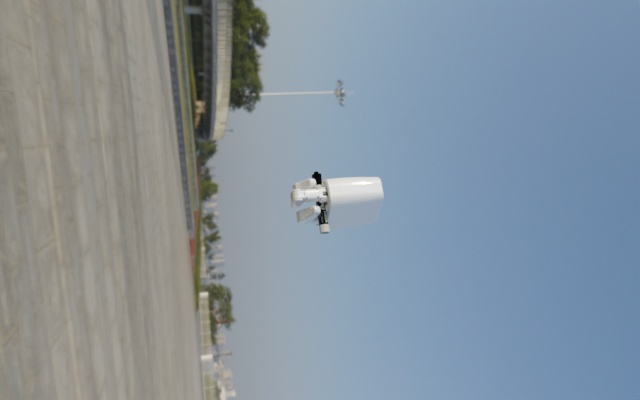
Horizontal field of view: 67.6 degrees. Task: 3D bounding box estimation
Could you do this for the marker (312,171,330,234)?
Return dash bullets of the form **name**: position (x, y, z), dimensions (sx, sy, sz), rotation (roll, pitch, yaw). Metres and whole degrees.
- **marker**: position (0.000, 0.003, 0.898), dimensions (0.020, 0.121, 0.020), rotation (-8, -16, -2)
